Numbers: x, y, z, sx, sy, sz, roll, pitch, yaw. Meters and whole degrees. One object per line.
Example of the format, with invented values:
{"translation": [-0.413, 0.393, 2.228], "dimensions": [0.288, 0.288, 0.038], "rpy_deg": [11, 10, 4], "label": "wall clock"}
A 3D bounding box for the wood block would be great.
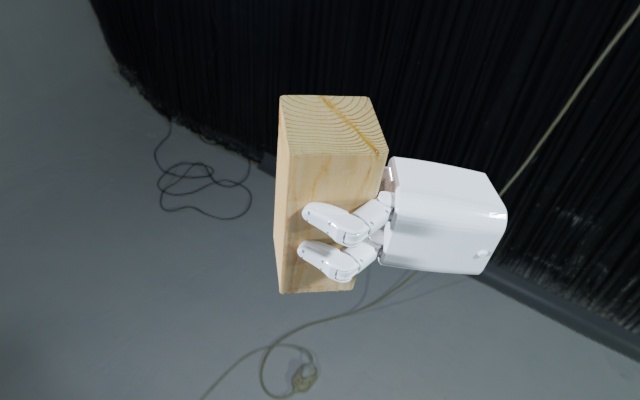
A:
{"translation": [0.000, 0.001, 0.506], "dimensions": [0.090, 0.206, 0.090], "rpy_deg": [-1, 45, -10], "label": "wood block"}
